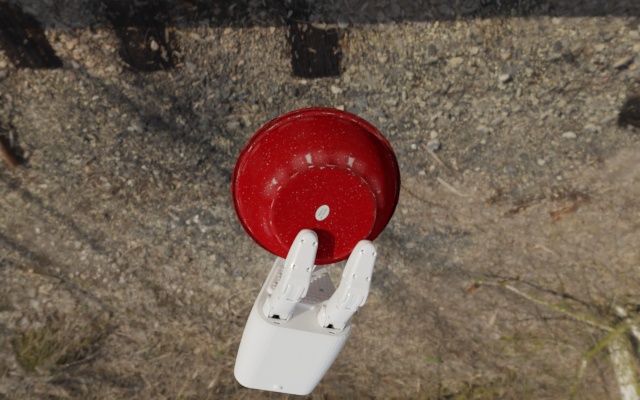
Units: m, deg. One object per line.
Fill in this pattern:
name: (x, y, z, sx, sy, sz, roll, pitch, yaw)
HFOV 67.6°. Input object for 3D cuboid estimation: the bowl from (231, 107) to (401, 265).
bowl: (0.000, 0.000, 0.429, 0.162, 0.162, 0.055, 0, 25, -7)
